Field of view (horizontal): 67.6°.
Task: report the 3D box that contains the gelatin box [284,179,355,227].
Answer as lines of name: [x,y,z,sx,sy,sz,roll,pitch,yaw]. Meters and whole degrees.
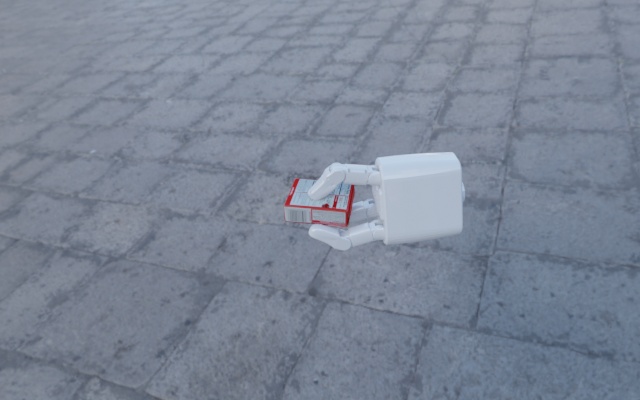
gelatin box: [0.000,0.002,0.661,0.089,0.030,0.073,5,34,8]
